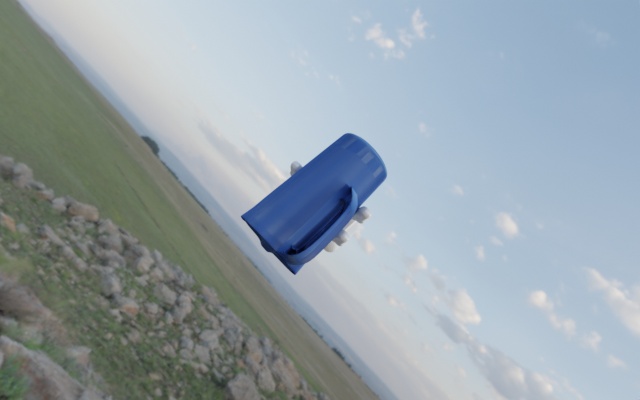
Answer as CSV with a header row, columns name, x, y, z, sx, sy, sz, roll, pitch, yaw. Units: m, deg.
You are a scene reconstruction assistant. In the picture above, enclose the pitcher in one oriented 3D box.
name,x,y,z,sx,sy,sz,roll,pitch,yaw
pitcher,0.000,0.003,0.802,0.243,0.149,0.145,-43,-16,-10
